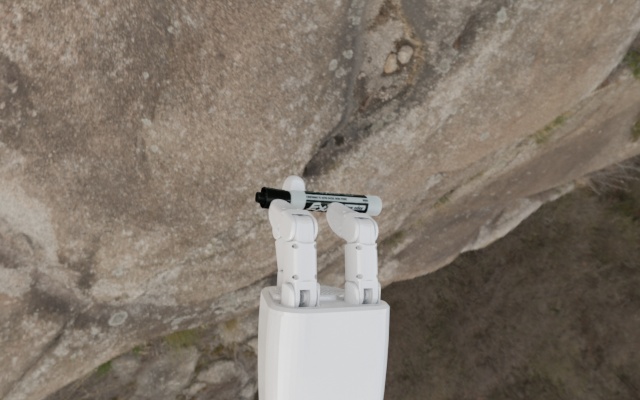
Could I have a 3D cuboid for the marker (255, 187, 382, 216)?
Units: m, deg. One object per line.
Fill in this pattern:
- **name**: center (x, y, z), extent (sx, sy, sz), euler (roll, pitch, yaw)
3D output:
- **marker**: center (0.000, 0.001, 0.426), extent (0.121, 0.020, 0.020), euler (4, -2, -27)
